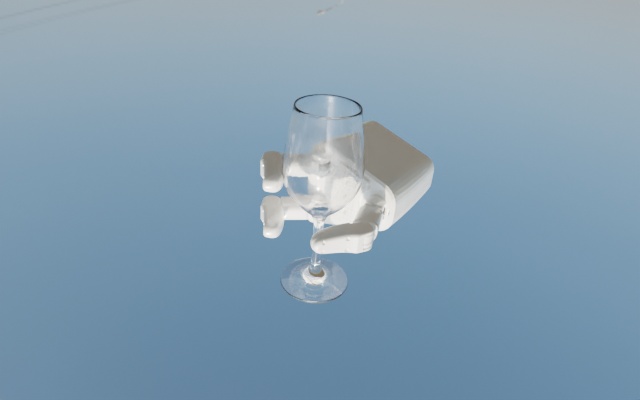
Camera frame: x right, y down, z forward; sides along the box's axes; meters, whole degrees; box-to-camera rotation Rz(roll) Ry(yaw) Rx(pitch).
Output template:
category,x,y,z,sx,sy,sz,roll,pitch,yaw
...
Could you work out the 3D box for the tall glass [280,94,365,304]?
category,x,y,z,sx,sy,sz,roll,pitch,yaw
tall glass,0.000,0.002,0.471,0.079,0.201,0.079,3,31,-2
